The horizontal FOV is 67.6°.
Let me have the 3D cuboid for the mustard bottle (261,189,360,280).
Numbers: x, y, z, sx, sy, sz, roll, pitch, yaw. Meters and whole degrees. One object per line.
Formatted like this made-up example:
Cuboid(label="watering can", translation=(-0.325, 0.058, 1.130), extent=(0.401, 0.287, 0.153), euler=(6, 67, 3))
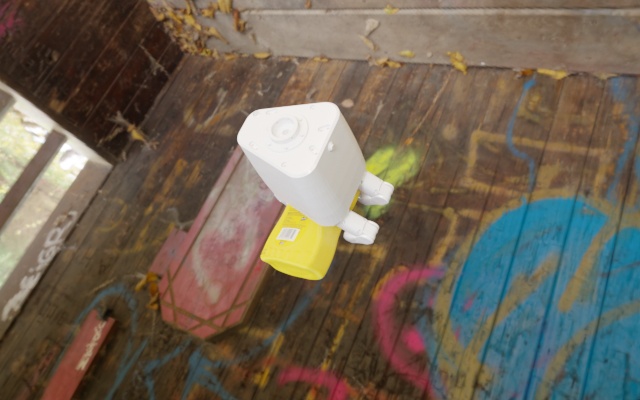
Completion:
Cuboid(label="mustard bottle", translation=(0.000, 0.002, 0.607), extent=(0.096, 0.191, 0.058), euler=(1, -30, 48))
